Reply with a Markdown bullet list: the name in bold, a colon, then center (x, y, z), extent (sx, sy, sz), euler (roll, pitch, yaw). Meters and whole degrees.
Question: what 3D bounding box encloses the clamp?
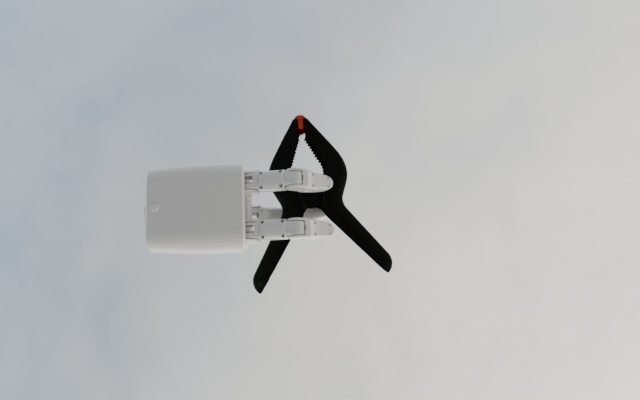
- **clamp**: center (0.000, 0.001, 0.574), extent (0.164, 0.210, 0.036), euler (-1, -9, -6)
